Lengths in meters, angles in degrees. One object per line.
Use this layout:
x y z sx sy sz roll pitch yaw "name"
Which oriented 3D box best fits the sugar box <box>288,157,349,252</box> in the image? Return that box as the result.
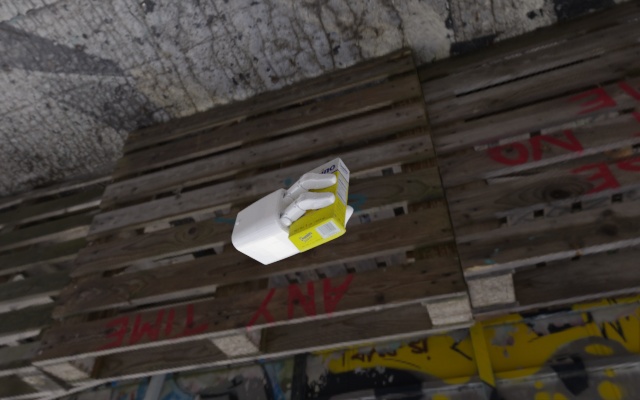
0.000 0.003 0.846 0.093 0.048 0.176 -25 34 23 "sugar box"
